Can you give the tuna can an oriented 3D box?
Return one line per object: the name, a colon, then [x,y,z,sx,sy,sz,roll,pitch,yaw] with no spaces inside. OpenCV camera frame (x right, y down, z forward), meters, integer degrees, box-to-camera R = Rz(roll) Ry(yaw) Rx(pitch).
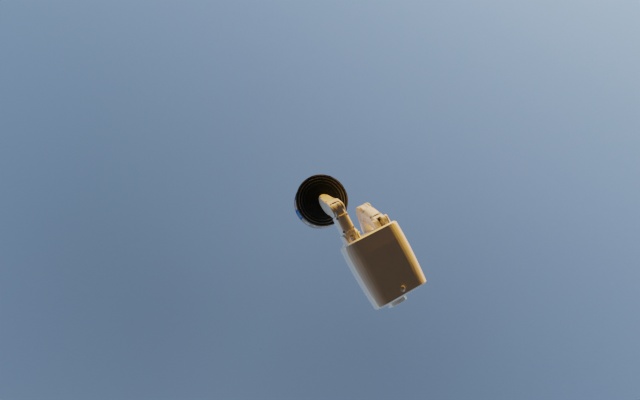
tuna can: [0.000,0.003,0.784,0.086,0.086,0.034,0,-12,-10]
